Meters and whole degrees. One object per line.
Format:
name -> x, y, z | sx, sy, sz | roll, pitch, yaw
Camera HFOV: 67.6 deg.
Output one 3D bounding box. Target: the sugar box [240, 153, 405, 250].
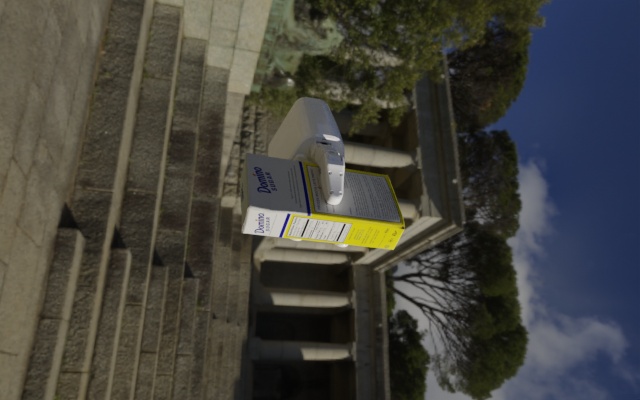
sugar box -> 0.000, 0.002, 0.538 | 0.176, 0.048, 0.093 | 6, 41, -15
